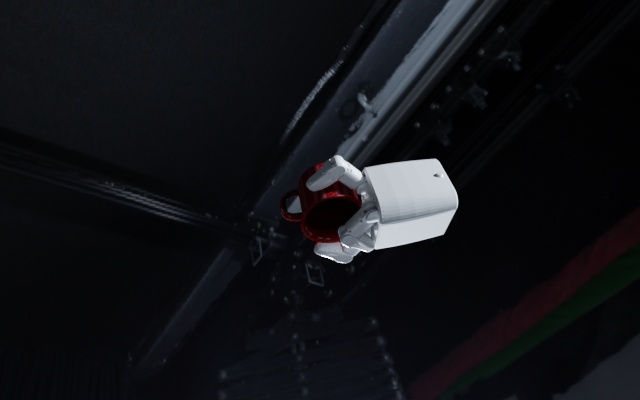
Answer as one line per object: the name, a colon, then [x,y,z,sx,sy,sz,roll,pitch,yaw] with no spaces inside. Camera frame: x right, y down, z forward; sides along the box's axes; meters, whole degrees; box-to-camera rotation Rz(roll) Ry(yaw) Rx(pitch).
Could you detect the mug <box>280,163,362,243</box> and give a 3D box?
mug: [-0.001,0.002,0.684,0.117,0.093,0.081,-8,44,-5]
